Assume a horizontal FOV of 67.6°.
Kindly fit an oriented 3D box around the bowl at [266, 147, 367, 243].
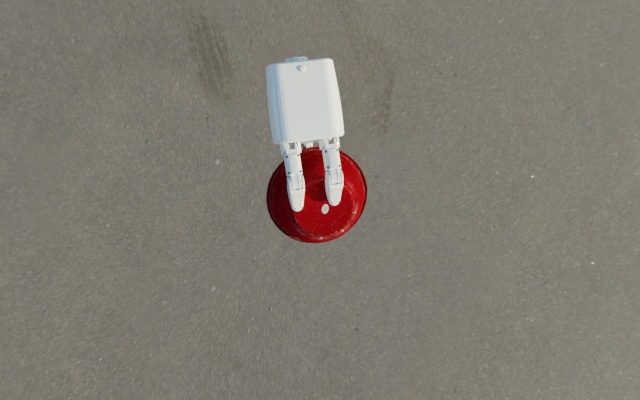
[{"bbox_3d":[0.001,0.004,0.727,0.162,0.162,0.055,0,20,-11],"label":"bowl"}]
